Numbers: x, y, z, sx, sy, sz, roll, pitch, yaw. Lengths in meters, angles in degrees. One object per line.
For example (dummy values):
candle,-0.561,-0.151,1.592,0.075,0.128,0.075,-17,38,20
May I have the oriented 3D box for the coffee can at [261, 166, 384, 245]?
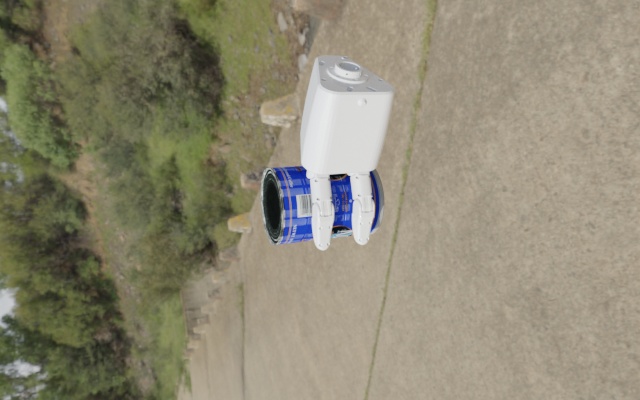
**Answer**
coffee can,0.000,0.002,0.644,0.140,0.103,0.103,-5,2,-21
